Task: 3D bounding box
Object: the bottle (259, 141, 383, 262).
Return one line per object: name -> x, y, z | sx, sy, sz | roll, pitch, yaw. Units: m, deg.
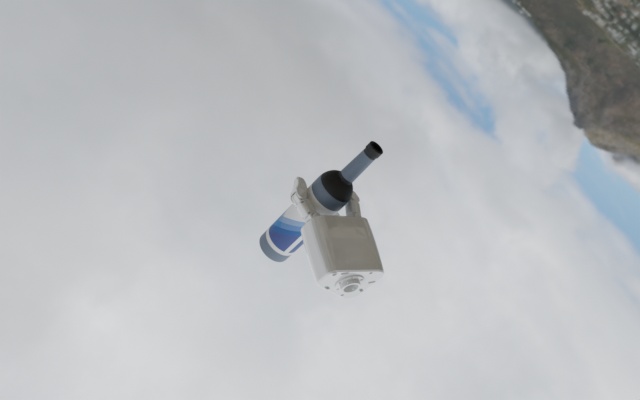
bottle -> 0.000, 0.003, 0.833 | 0.069, 0.069, 0.296 | 0, -36, -49
